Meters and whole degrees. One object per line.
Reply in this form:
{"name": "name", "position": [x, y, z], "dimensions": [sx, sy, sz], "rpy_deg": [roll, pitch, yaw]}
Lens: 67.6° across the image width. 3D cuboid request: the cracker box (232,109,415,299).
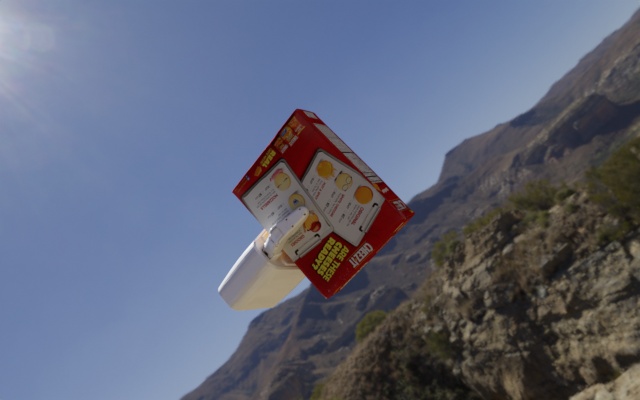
{"name": "cracker box", "position": [0.000, 0.002, 0.680], "dimensions": [0.164, 0.213, 0.072], "rpy_deg": [-49, -14, 21]}
